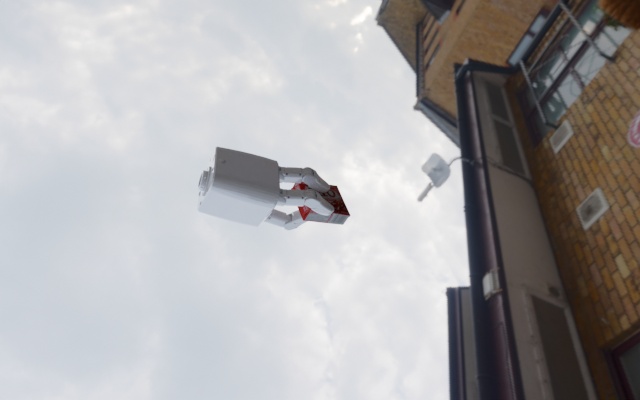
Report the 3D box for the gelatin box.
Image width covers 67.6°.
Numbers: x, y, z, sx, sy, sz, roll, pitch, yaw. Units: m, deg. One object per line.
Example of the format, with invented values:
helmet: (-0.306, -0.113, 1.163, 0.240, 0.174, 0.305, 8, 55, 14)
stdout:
gelatin box: (0.000, 0.003, 0.830, 0.089, 0.073, 0.030, 8, -47, -34)
